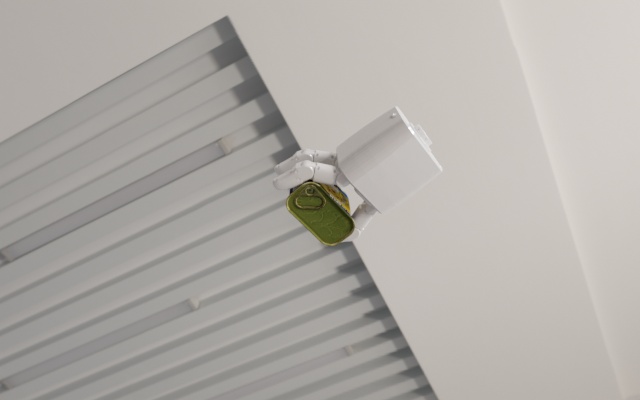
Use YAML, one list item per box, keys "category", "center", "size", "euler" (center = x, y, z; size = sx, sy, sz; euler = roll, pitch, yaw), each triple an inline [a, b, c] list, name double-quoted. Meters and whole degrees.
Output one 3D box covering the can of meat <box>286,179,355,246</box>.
- category: "can of meat"
  center: [0.000, 0.002, 0.686]
  size: [0.057, 0.102, 0.084]
  euler: [-39, 21, 17]
